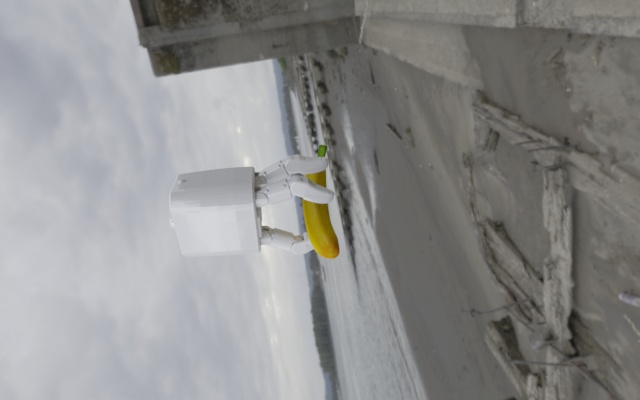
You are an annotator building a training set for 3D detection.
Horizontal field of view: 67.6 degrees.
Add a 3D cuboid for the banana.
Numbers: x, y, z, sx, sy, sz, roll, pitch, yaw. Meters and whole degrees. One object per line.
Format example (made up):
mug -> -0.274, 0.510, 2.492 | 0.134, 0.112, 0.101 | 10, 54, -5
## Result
banana -> -0.003, 0.012, 0.658 | 0.037, 0.197, 0.070 | 1, -41, -9
